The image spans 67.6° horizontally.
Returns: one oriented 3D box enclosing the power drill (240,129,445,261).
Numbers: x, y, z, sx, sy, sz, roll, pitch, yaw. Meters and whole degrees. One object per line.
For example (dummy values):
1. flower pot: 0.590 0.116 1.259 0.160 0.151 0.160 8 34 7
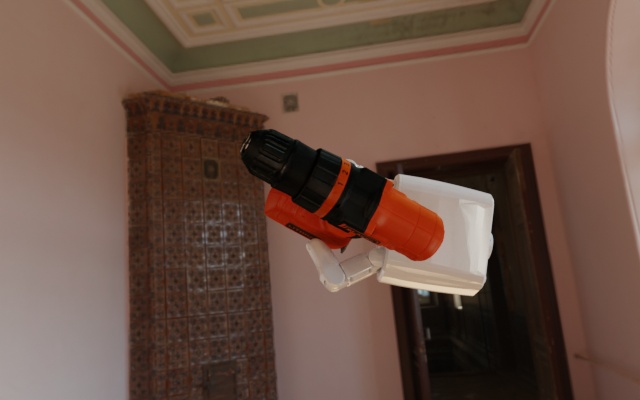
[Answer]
1. power drill: 0.000 0.002 0.456 0.184 0.057 0.187 29 -10 -13
